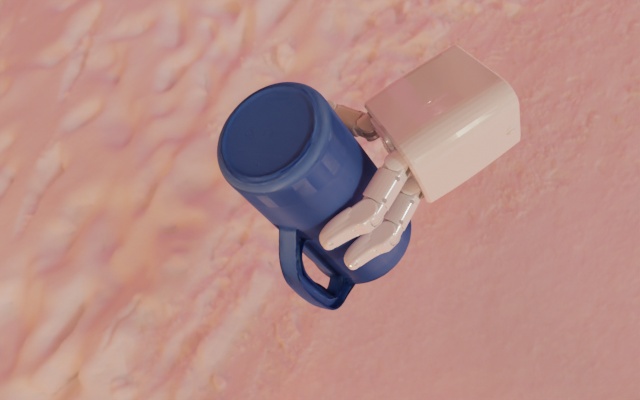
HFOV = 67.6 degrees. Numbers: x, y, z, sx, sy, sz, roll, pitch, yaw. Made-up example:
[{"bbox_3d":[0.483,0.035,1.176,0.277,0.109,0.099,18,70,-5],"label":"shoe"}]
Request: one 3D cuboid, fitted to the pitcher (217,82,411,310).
[{"bbox_3d":[0.000,0.001,0.487,0.145,0.149,0.243,-34,-33,7],"label":"pitcher"}]
